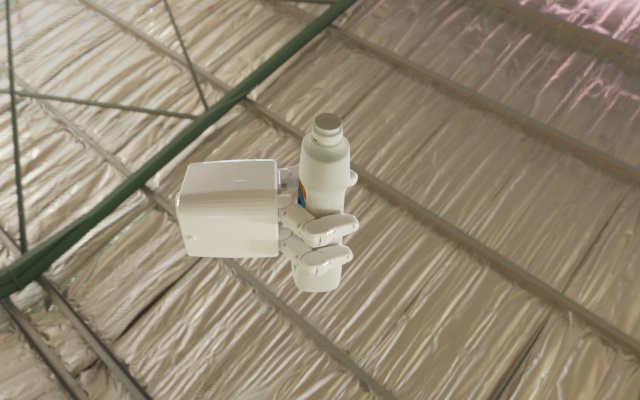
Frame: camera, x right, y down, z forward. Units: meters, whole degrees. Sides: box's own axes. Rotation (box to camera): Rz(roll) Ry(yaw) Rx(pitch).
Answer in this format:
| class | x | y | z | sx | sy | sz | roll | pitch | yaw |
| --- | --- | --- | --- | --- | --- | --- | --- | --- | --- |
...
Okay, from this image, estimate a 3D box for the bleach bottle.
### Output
| class | x | y | z | sx | sy | sz | roll | pitch | yaw |
| --- | --- | --- | --- | --- | --- | --- | --- | --- | --- |
| bleach bottle | 0.000 | 0.002 | 0.566 | 0.068 | 0.102 | 0.251 | -1 | -43 | -5 |
